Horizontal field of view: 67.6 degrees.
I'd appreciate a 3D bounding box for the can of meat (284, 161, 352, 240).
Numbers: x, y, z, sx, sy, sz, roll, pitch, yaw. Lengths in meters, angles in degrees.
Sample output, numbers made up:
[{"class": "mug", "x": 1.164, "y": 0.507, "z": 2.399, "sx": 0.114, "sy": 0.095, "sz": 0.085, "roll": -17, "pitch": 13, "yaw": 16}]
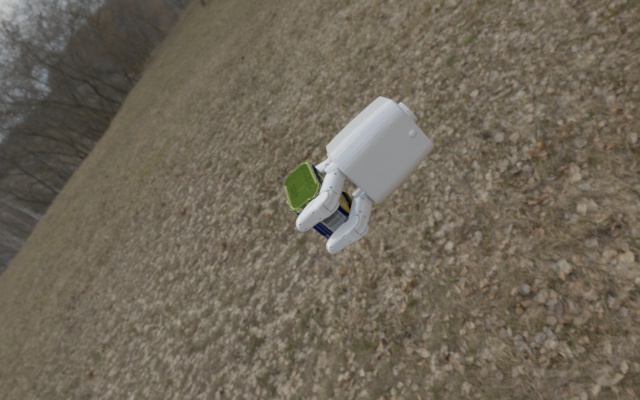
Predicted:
[{"class": "can of meat", "x": 0.000, "y": 0.002, "z": 0.649, "sx": 0.084, "sy": 0.057, "sz": 0.102, "roll": 40, "pitch": 13, "yaw": -29}]
